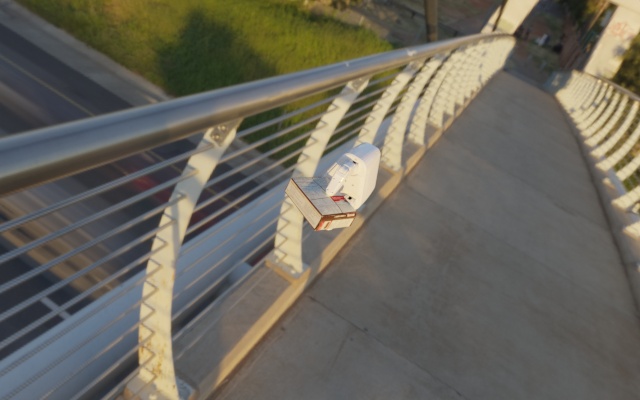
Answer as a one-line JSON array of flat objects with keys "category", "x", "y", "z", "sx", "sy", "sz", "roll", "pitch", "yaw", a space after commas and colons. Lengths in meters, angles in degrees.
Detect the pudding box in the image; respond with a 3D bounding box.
[{"category": "pudding box", "x": 0.000, "y": 0.003, "z": 0.883, "sx": 0.090, "sy": 0.039, "sz": 0.113, "roll": -5, "pitch": 42, "yaw": -40}]
